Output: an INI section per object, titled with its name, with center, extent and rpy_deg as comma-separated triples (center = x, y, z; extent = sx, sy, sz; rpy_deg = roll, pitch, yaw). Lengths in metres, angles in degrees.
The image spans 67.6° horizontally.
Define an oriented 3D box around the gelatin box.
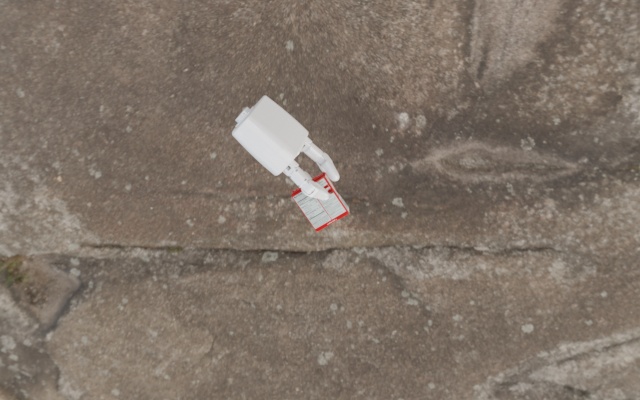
[gelatin box]
center = 0.000, 0.003, 0.885
extent = 0.073, 0.089, 0.030
rpy_deg = -31, 16, 13
